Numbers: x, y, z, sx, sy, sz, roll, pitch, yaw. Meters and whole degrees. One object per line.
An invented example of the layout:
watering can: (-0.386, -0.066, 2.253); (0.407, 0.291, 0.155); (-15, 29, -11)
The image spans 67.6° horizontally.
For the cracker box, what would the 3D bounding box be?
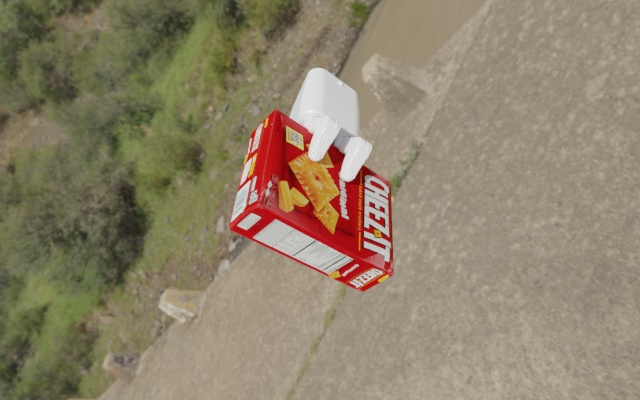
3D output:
cracker box: (0.000, 0.002, 0.630); (0.214, 0.164, 0.072); (29, -44, -26)
